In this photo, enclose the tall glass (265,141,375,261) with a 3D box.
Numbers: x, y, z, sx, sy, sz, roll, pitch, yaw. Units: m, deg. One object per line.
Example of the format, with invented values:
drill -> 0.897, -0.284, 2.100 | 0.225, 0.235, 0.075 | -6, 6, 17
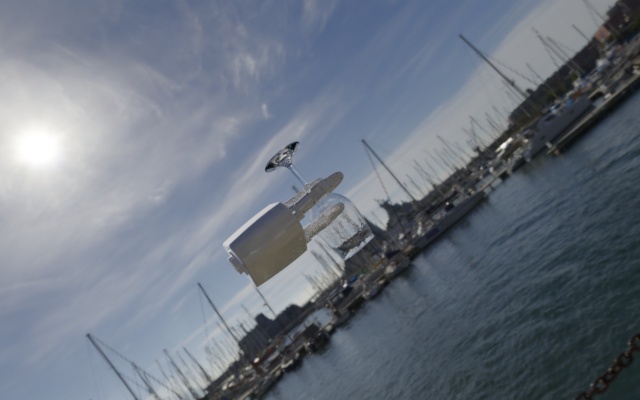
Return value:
tall glass -> 0.000, 0.002, 0.776 | 0.079, 0.201, 0.079 | -40, -9, -7
